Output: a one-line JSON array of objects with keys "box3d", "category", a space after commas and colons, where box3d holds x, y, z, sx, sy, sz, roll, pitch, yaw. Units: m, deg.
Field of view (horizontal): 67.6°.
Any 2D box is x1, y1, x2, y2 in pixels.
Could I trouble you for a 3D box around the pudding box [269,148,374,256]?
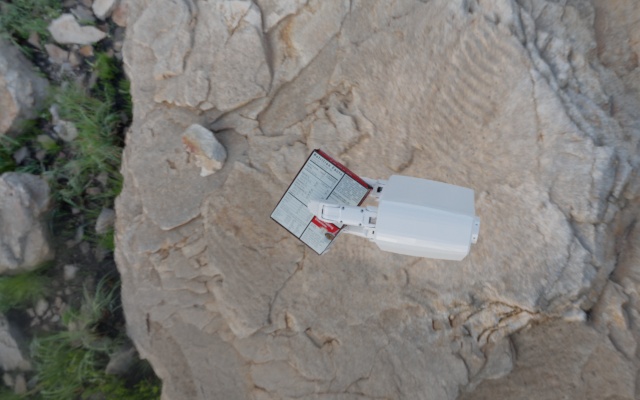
[{"box3d": [0.000, 0.002, 0.622, 0.090, 0.113, 0.039, 37, 12, 8], "category": "pudding box"}]
